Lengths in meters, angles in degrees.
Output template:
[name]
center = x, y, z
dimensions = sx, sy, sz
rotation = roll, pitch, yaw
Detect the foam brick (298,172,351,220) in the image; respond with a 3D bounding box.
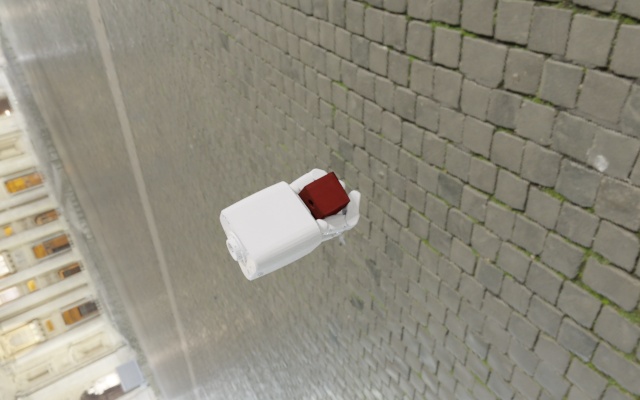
[foam brick]
center = 0.000, 0.002, 0.710
dimensions = 0.051, 0.053, 0.078
rotation = -28, -10, -25
